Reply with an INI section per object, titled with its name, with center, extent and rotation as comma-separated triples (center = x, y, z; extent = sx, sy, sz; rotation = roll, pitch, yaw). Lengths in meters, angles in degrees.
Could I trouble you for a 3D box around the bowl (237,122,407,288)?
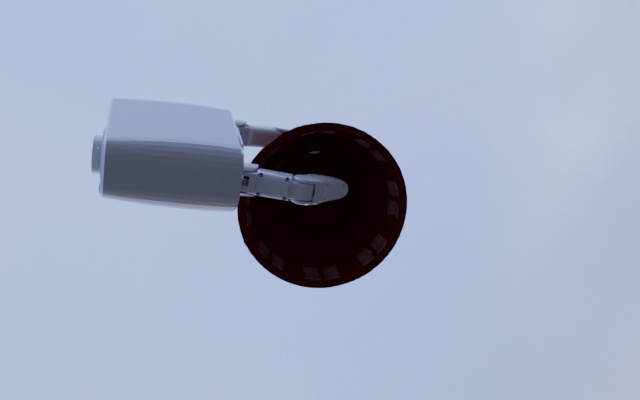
[bowl]
center = 0.001, 0.002, 0.471
extent = 0.162, 0.162, 0.055
rotation = 0, 16, -8
